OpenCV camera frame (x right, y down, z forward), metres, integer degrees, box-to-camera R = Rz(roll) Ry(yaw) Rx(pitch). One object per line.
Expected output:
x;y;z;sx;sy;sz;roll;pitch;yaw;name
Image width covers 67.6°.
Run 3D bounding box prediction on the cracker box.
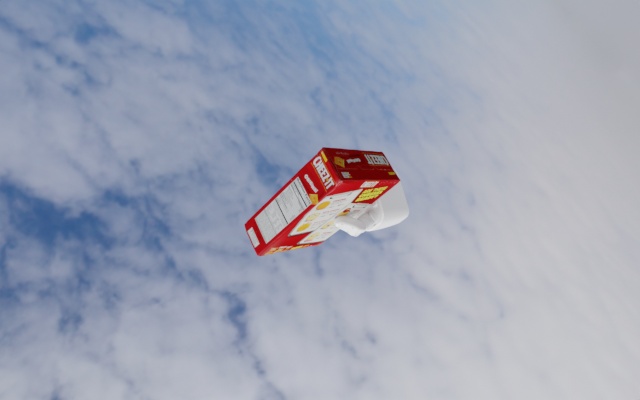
0.000;0.003;0.788;0.164;0.072;0.214;-4;-31;-51;cracker box
